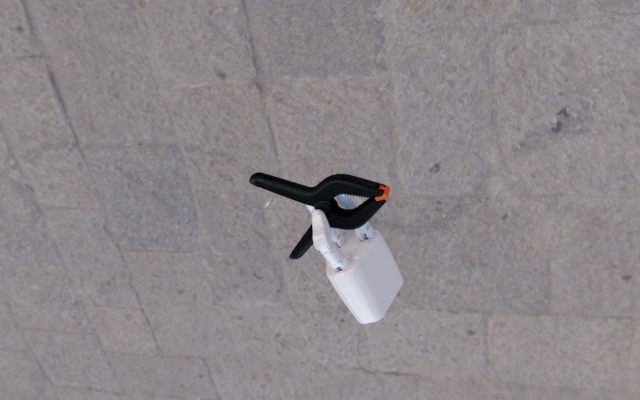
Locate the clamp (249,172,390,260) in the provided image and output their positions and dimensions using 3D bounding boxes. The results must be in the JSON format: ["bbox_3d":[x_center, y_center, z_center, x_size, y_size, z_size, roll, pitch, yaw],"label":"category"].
[{"bbox_3d":[0.000,0.003,0.729,0.210,0.165,0.036,-20,25,27],"label":"clamp"}]
